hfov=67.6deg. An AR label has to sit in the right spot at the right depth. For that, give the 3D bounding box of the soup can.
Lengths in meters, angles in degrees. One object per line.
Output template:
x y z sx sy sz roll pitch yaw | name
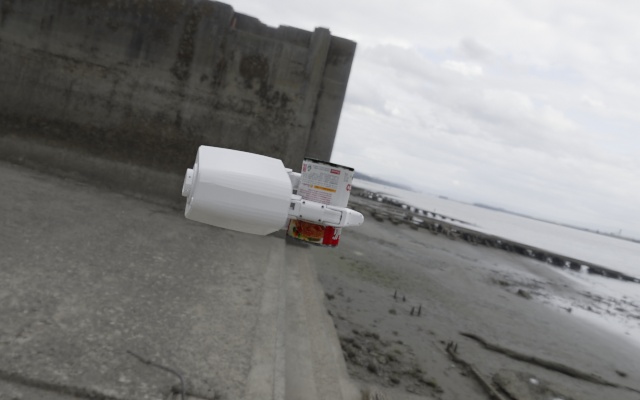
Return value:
0.001 0.002 0.602 0.068 0.102 0.068 13 3 -1 | soup can
